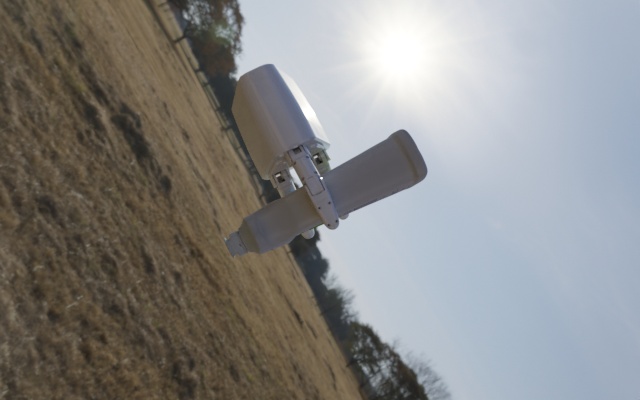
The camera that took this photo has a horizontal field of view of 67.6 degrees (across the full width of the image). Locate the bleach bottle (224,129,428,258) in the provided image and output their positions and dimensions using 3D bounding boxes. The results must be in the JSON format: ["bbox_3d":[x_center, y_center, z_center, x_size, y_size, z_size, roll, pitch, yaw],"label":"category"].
[{"bbox_3d":[0.000,0.002,0.585,0.251,0.068,0.102,-26,-6,-4],"label":"bleach bottle"}]
